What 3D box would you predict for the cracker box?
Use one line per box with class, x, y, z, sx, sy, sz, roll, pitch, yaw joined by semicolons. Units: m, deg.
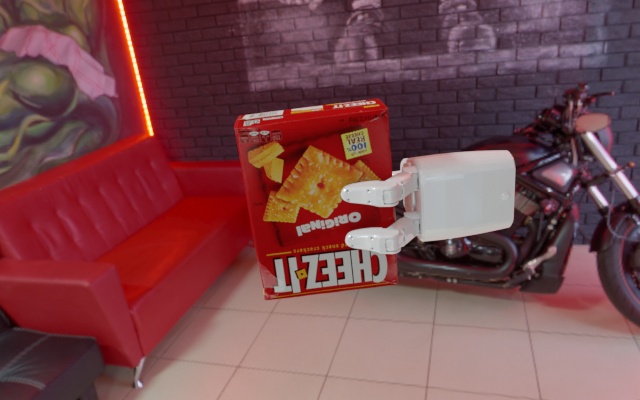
cracker box;0.000;0.002;0.552;0.164;0.214;0.072;-7;21;0
